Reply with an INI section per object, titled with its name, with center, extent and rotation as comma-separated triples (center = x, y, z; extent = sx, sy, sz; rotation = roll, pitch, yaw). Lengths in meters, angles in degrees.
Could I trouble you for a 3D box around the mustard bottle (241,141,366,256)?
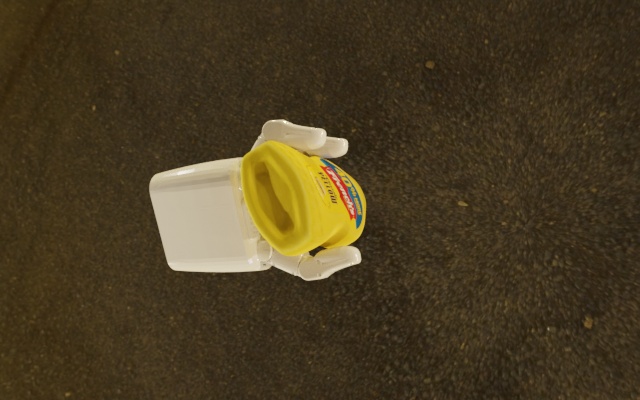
[mustard bottle]
center = 0.000, 0.001, 0.472
extent = 0.058, 0.096, 0.191
rotation = -31, -14, 19
